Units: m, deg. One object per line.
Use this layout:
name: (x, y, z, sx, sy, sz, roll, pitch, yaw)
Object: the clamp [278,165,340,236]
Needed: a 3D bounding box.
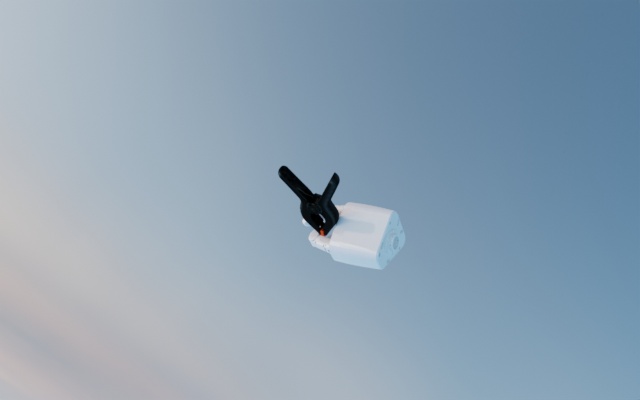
clamp: (0.000, 0.003, 0.893, 0.120, 0.039, 0.172, 8, -39, 36)
